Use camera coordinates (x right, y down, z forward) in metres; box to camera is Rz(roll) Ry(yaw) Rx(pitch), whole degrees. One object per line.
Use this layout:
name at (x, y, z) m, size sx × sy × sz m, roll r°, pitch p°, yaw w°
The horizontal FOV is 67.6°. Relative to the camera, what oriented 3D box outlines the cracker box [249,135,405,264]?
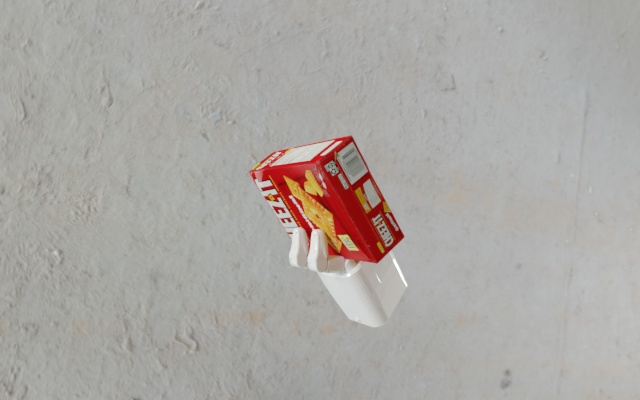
cracker box at (0.000, 0.002, 0.705) m, size 0.072 × 0.164 × 0.213 m, roll -39°, pitch 20°, yaw -27°
